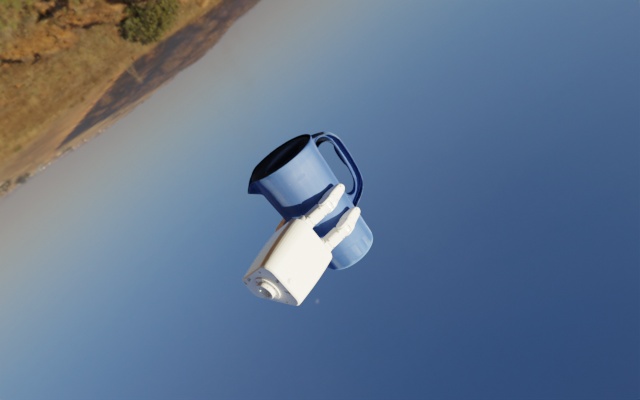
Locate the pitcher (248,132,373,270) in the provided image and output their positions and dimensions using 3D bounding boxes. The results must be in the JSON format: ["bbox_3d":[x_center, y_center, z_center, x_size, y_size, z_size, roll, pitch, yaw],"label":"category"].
[{"bbox_3d":[0.000,0.003,0.874,0.149,0.243,0.145,-15,30,43],"label":"pitcher"}]
